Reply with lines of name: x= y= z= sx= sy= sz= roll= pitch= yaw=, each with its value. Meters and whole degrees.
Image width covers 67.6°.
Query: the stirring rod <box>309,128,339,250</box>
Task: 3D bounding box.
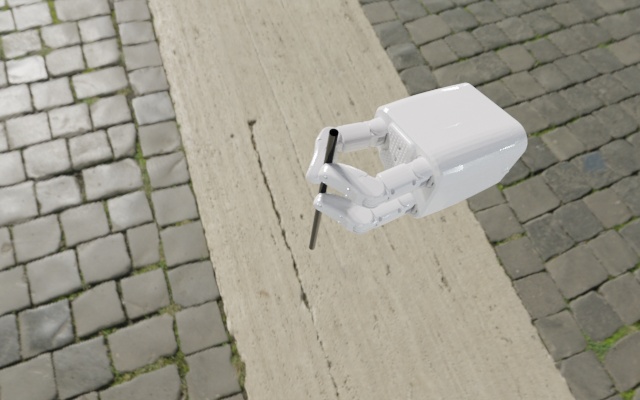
stirring rod: x=0.000 y=0.002 z=0.491 sx=0.011 sy=0.011 sz=0.240 roll=0 pitch=-28 yaw=-6
